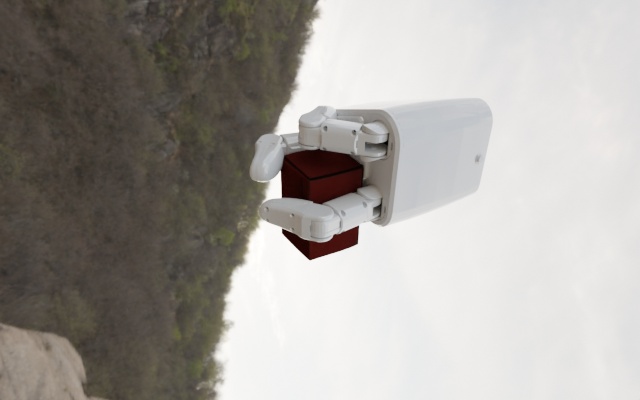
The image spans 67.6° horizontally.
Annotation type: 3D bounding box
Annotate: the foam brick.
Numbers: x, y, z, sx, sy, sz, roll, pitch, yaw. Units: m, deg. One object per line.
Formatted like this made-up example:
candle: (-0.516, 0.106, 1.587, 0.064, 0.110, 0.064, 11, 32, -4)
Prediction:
foam brick: (0.000, 0.002, 0.405, 0.051, 0.078, 0.053, -15, 34, -27)
